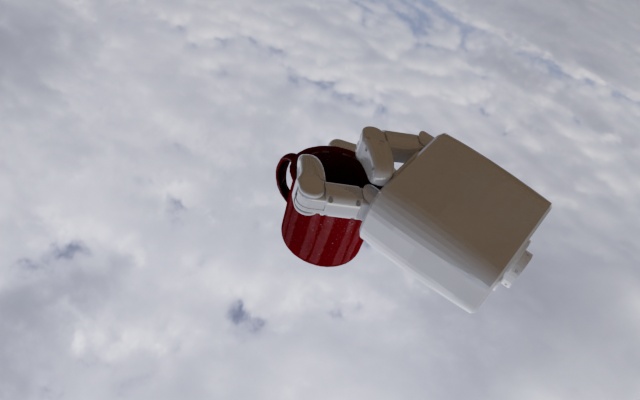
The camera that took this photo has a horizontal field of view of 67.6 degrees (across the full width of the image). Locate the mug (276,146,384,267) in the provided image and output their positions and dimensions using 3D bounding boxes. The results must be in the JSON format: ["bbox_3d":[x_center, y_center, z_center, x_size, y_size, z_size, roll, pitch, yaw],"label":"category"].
[{"bbox_3d":[-0.001,0.001,0.454,0.117,0.082,0.093,36,43,22],"label":"mug"}]
